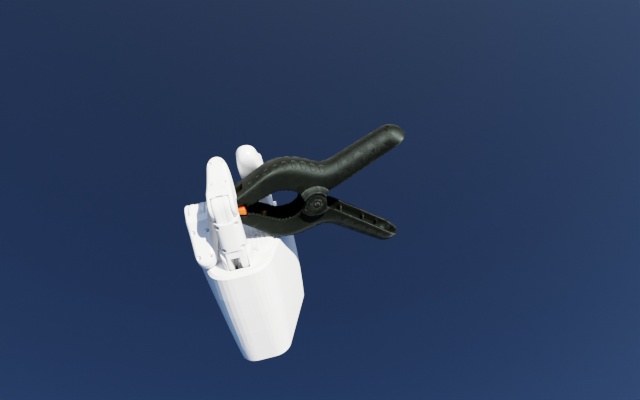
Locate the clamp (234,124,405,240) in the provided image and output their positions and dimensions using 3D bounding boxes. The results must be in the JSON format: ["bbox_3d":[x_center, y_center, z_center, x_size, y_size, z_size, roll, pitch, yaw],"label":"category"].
[{"bbox_3d":[0.000,0.002,0.446,0.171,0.120,0.039,-13,28,-2],"label":"clamp"}]
